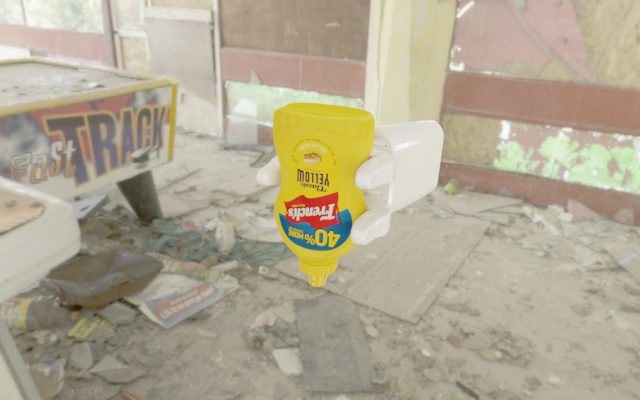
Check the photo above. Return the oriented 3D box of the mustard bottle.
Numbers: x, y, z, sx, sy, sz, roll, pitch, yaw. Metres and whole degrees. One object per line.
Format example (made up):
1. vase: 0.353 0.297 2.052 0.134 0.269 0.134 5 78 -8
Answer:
1. mustard bottle: 0.000 0.001 0.486 0.096 0.192 0.058 10 24 18
